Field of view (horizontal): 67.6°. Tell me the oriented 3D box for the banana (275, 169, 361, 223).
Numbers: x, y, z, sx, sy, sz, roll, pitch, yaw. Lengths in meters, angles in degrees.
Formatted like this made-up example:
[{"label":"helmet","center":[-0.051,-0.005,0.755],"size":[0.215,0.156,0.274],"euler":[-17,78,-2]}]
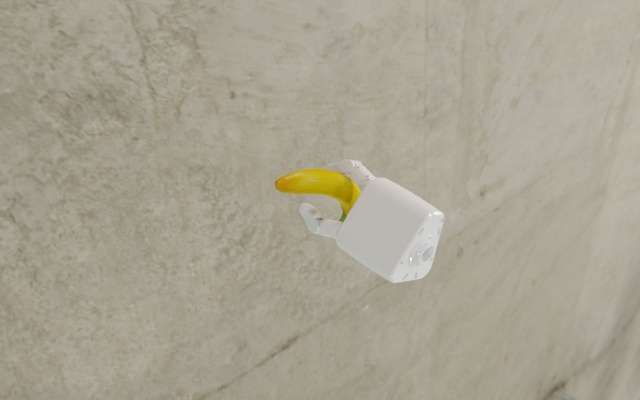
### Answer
[{"label":"banana","center":[0.013,-0.011,0.703],"size":[0.037,0.069,0.198],"euler":[42,7,37]}]
